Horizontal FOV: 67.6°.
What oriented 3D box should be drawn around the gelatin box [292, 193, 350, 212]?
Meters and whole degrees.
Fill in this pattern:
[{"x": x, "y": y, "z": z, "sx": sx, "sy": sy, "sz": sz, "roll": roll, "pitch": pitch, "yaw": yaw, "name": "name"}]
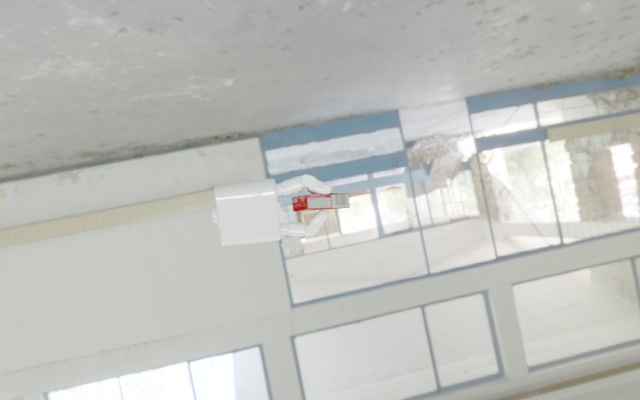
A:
[{"x": 0.000, "y": 0.003, "z": 0.888, "sx": 0.089, "sy": 0.030, "sz": 0.073, "roll": -2, "pitch": -2, "yaw": -22, "name": "gelatin box"}]
